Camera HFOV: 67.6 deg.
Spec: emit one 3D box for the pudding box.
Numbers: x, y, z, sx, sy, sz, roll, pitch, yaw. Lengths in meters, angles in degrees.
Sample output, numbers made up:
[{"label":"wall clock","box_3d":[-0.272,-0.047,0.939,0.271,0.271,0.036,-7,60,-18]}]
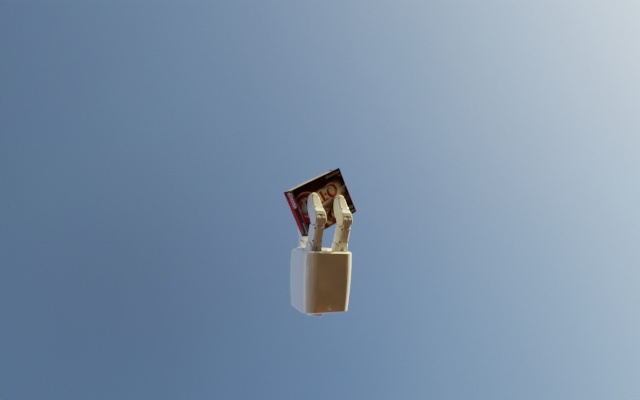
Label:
[{"label":"pudding box","box_3d":[0.000,0.003,0.867,0.113,0.090,0.039,-28,12,-32]}]
